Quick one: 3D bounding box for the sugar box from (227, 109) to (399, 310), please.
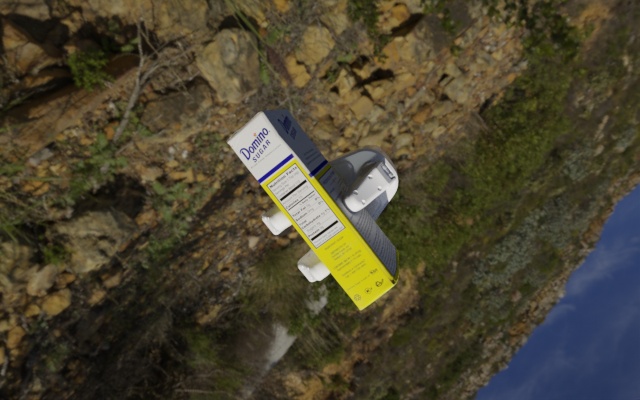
[{"bbox_3d":[0.000,0.002,0.421,0.048,0.176,0.093,-40,3,14],"label":"sugar box"}]
